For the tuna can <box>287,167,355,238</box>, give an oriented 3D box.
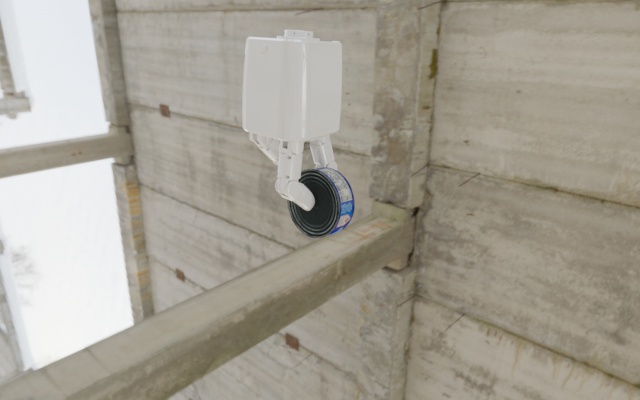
[{"bbox_3d":[0.000,0.002,0.595,0.086,0.086,0.034,0,9,42],"label":"tuna can"}]
